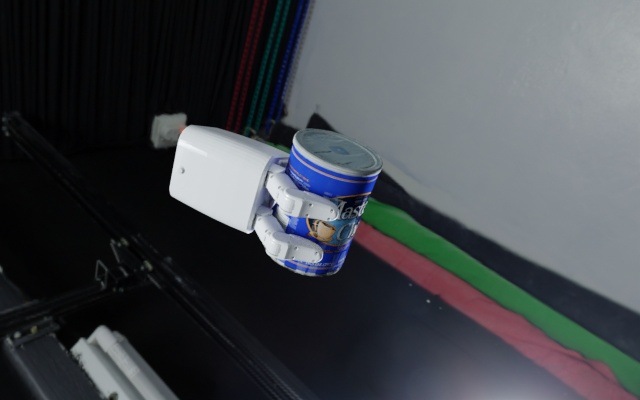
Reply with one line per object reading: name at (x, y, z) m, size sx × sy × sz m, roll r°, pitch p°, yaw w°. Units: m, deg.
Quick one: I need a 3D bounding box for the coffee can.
coffee can at (0.000, 0.002, 0.556) m, size 0.103 × 0.140 × 0.102 m, roll 15°, pitch 27°, yaw -8°
